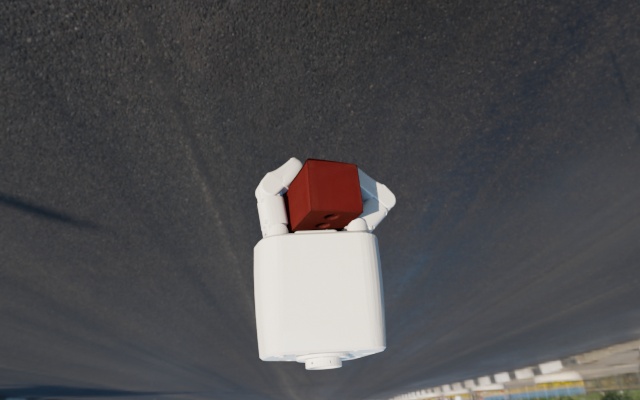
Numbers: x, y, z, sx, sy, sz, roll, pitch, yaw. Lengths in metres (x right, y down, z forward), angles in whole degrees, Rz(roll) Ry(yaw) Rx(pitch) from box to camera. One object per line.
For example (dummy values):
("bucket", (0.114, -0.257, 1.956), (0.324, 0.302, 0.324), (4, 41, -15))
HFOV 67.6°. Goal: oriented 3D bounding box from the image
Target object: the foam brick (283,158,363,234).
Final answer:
("foam brick", (0.000, 0.001, 0.463), (0.053, 0.051, 0.078), (4, -25, -21))
